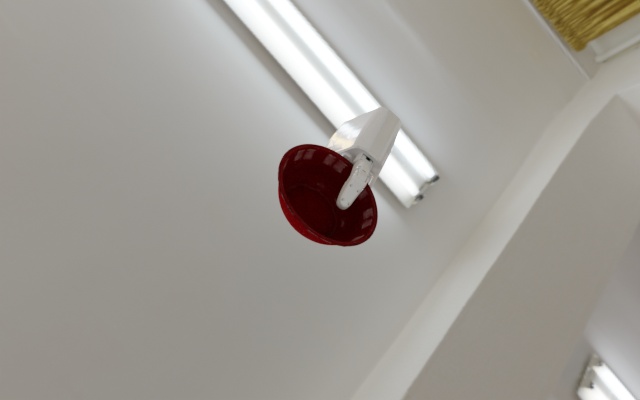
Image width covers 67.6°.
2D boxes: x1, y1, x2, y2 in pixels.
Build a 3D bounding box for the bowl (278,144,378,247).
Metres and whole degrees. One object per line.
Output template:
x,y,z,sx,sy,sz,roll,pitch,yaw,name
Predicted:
-0.001,0.003,0.661,0.162,0.162,0.055,0,-31,-39,bowl
